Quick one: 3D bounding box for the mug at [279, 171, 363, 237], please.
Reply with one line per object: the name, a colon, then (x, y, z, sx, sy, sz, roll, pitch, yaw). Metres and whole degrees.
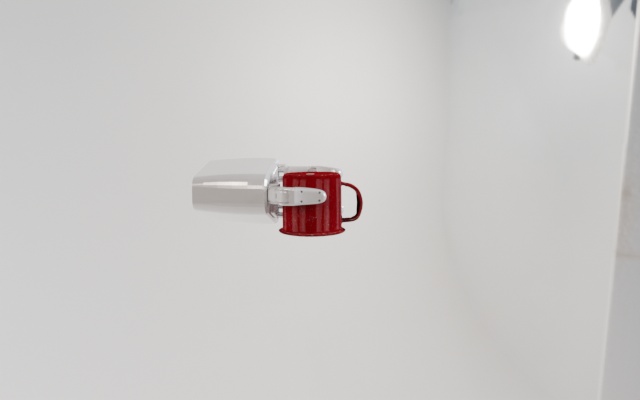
mug: (0.002, 0.002, 0.661, 0.117, 0.081, 0.093, 0, 6, 3)
